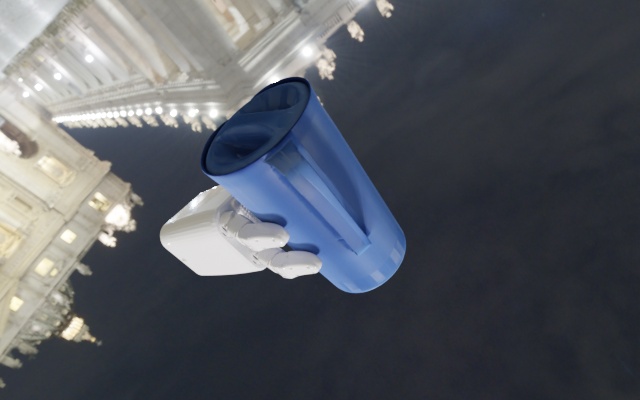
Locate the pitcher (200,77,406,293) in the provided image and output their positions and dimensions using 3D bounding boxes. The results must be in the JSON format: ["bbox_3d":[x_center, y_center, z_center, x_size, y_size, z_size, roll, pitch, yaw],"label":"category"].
[{"bbox_3d":[0.000,0.002,0.517,0.145,0.149,0.243,-14,-47,34],"label":"pitcher"}]
